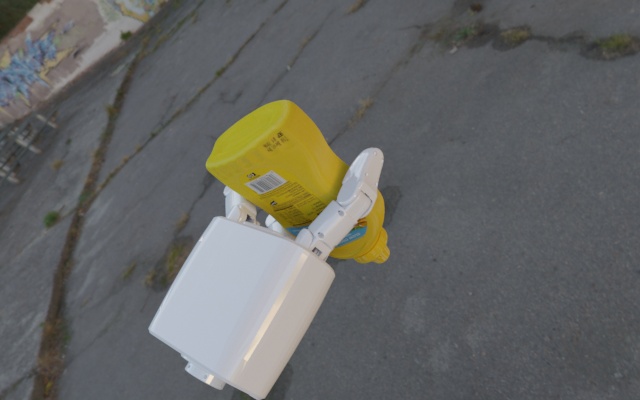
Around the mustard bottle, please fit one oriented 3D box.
[{"bbox_3d":[0.000,0.001,0.422,0.096,0.058,0.192,-22,-50,36],"label":"mustard bottle"}]
